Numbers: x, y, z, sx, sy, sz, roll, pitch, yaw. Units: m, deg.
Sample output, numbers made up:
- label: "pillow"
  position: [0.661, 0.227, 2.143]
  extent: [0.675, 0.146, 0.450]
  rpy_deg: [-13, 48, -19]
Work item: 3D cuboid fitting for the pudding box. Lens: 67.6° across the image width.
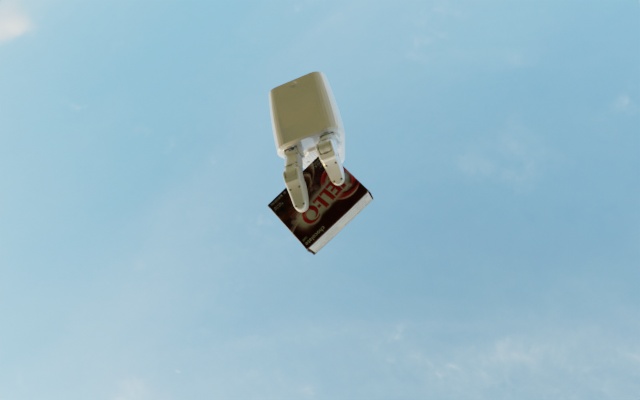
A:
- label: "pudding box"
  position: [0.000, 0.002, 0.640]
  extent: [0.090, 0.113, 0.039]
  rpy_deg: [46, 1, 28]
